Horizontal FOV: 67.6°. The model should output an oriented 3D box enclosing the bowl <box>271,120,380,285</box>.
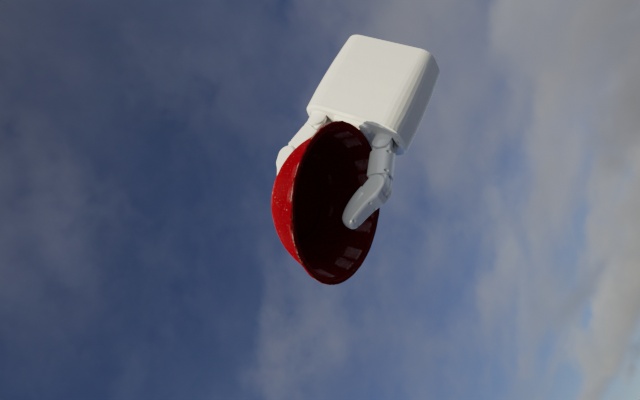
[{"bbox_3d":[-0.001,0.003,0.485,0.055,0.162,0.162,4,2,34],"label":"bowl"}]
